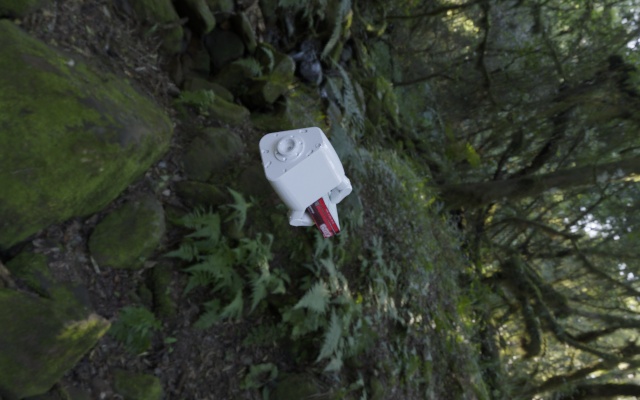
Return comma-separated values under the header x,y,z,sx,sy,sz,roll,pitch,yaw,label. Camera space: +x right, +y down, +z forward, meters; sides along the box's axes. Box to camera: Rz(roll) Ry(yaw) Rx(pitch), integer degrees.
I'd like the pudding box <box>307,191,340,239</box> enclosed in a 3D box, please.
x,y,z,sx,sy,sz,roll,pitch,yaw,label
0.000,0.003,0.890,0.039,0.090,0.113,-21,31,10,pudding box
